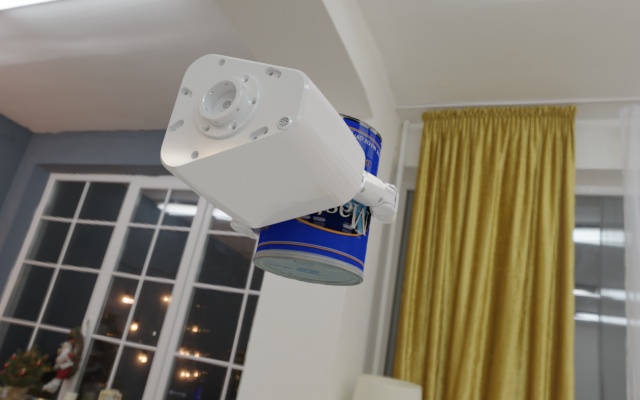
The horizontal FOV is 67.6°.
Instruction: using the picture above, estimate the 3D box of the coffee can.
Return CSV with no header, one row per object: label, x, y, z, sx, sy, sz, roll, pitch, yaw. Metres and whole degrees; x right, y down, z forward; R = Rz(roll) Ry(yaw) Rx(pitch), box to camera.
coffee can,0.000,0.002,0.459,0.103,0.140,0.103,9,-19,3
